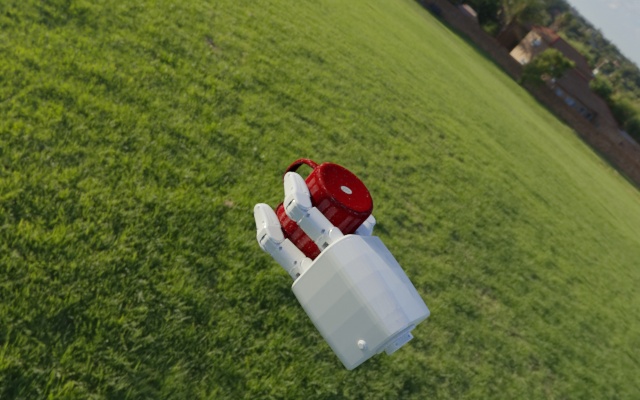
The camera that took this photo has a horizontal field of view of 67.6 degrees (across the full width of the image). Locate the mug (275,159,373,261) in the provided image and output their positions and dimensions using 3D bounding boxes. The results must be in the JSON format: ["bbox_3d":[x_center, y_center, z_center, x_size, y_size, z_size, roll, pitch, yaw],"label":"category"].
[{"bbox_3d":[-0.001,0.001,0.556,0.093,0.117,0.081,-10,-32,-52],"label":"mug"}]
